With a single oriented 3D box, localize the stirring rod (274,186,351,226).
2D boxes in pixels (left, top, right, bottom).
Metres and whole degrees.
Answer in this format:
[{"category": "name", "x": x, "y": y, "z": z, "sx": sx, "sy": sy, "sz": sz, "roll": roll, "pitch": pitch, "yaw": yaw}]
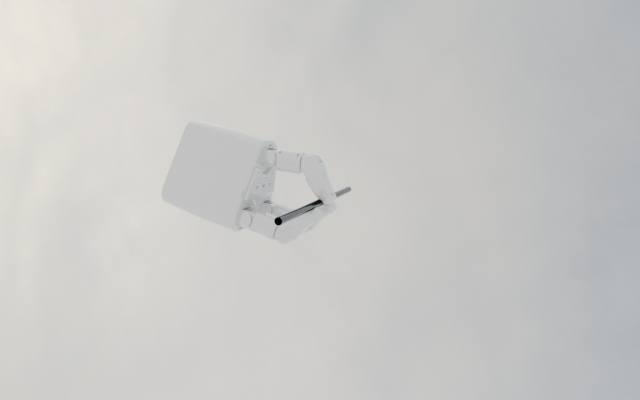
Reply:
[{"category": "stirring rod", "x": 0.000, "y": 0.002, "z": 0.547, "sx": 0.011, "sy": 0.011, "sz": 0.239, "roll": 0, "pitch": 8, "yaw": 19}]
